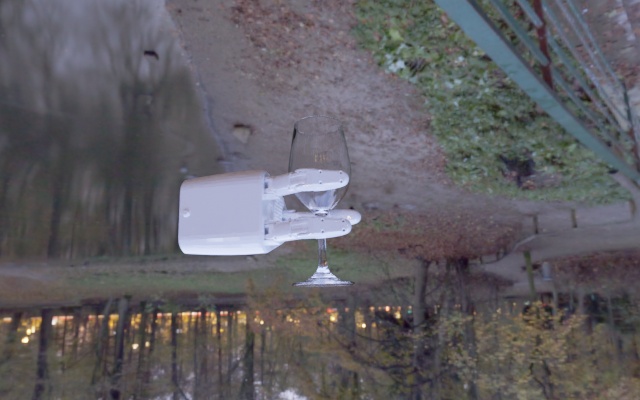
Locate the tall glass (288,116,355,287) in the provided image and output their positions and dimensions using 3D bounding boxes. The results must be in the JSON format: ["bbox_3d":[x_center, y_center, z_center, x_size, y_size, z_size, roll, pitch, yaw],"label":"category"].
[{"bbox_3d":[0.000,0.003,0.580,0.079,0.201,0.079,-1,-13,0],"label":"tall glass"}]
